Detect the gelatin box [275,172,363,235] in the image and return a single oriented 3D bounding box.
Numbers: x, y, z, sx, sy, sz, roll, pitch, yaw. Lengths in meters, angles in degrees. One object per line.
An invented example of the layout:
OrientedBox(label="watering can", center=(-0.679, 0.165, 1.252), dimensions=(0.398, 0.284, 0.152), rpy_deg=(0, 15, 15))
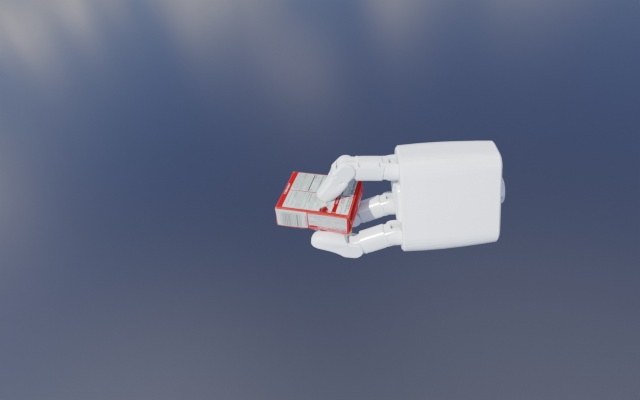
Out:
OrientedBox(label="gelatin box", center=(0.000, 0.001, 0.562), dimensions=(0.089, 0.030, 0.073), rpy_deg=(7, 40, 12))
